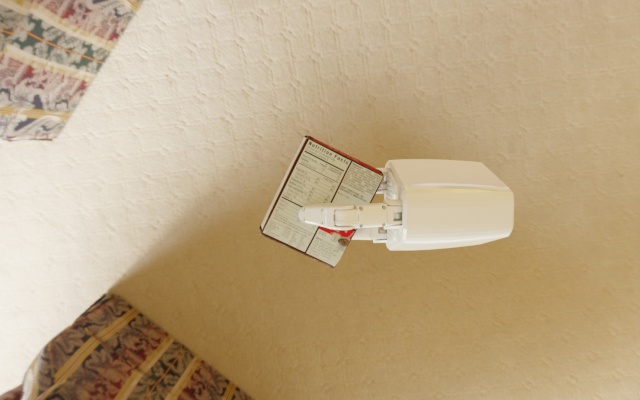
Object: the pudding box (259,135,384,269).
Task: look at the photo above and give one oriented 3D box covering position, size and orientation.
[{"bbox_3d":[0.000,0.002,0.493,0.090,0.113,0.039,26,4,-8],"label":"pudding box"}]
